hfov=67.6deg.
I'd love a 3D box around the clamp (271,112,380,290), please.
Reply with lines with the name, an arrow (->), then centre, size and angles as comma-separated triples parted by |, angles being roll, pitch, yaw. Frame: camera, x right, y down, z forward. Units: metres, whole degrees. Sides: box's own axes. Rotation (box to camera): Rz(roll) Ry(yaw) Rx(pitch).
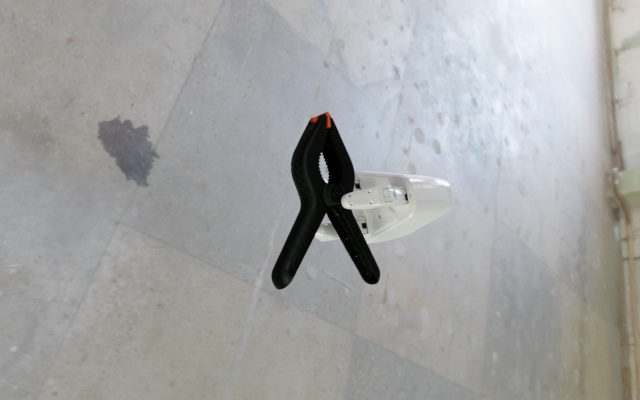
clamp -> 0.001, 0.001, 0.542 | 0.036, 0.210, 0.164 | -13, -7, 41
